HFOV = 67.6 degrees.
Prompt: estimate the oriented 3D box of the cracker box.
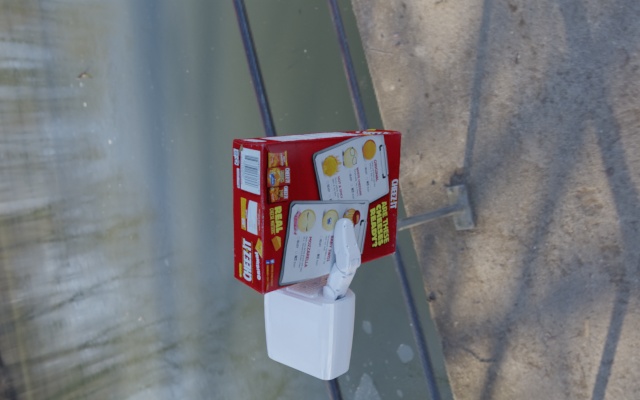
[{"bbox_3d":[0.000,0.002,0.575,0.213,0.164,0.072,-11,19,-40],"label":"cracker box"}]
